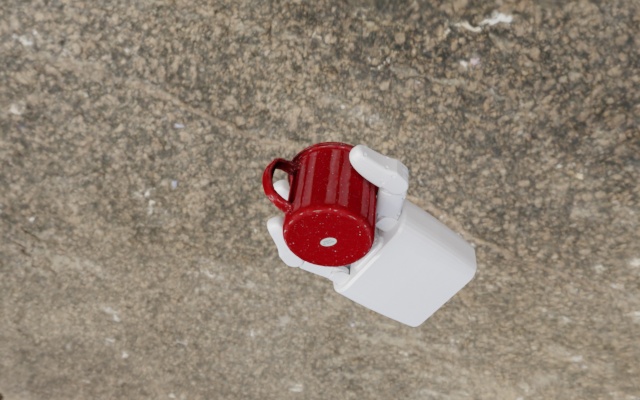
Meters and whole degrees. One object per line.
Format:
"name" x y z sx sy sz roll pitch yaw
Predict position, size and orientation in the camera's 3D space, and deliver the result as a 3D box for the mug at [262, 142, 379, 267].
"mug" -0.001 0.001 0.437 0.117 0.081 0.093 29 -49 -20
